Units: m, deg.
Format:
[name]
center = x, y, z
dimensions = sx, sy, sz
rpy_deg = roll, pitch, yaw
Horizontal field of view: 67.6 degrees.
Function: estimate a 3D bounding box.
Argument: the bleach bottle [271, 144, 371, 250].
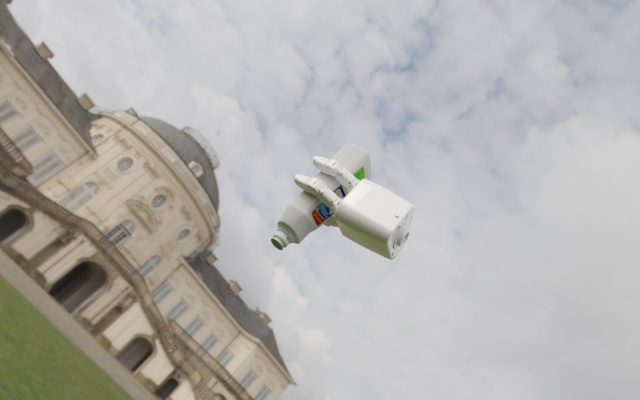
[bleach bottle]
center = 0.000, 0.003, 0.891
dimensions = 0.068, 0.103, 0.250
rpy_deg = 29, 57, 25
